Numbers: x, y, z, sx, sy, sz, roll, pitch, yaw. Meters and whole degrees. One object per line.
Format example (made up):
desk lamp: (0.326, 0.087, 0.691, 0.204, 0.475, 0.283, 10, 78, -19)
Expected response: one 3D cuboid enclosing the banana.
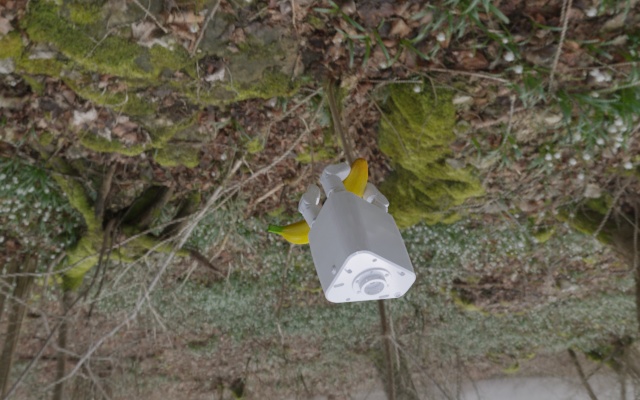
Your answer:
banana: (0.010, 0.014, 0.734, 0.198, 0.037, 0.070, -37, -54, 22)
